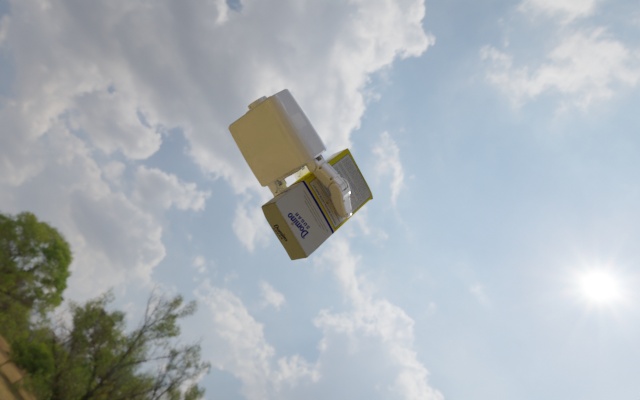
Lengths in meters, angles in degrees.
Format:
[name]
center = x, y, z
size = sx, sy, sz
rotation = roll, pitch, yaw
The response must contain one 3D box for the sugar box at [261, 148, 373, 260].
[sugar box]
center = 0.000, 0.002, 0.713
size = 0.176, 0.093, 0.048
rotation = -37, 13, -37
